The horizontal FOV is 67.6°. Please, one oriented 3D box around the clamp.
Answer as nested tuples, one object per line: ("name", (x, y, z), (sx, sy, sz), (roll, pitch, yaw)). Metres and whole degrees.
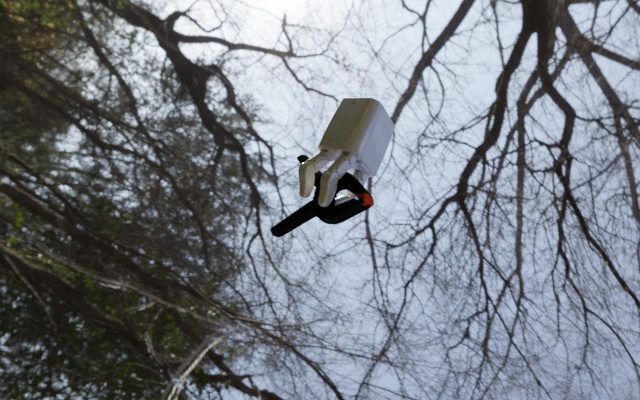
("clamp", (0.001, 0.003, 0.828), (0.210, 0.164, 0.036), (13, -13, 47))
